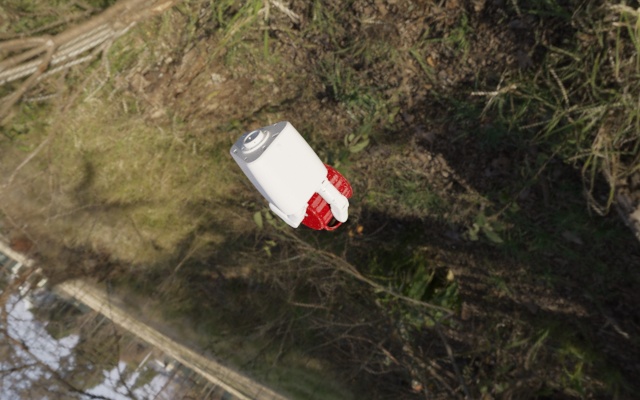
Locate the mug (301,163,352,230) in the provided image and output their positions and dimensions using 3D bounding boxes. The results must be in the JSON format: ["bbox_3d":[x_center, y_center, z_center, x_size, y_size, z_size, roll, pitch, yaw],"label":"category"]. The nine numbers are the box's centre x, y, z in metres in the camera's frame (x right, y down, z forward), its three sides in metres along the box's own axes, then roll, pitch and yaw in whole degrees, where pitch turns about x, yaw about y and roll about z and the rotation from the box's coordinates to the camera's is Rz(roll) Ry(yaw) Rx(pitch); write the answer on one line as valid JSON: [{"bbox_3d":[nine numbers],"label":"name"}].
[{"bbox_3d":[0.001,0.004,0.820,0.093,0.081,0.117,9,-36,49],"label":"mug"}]
